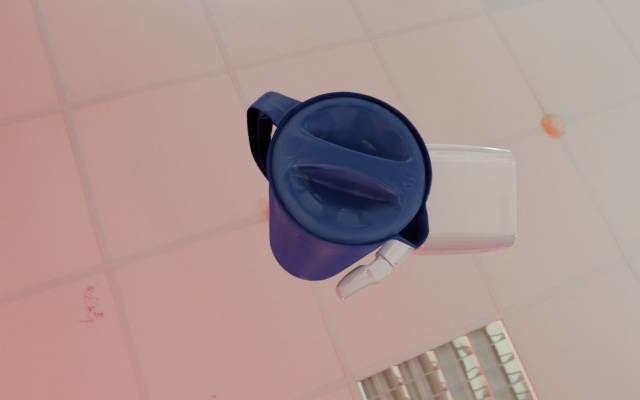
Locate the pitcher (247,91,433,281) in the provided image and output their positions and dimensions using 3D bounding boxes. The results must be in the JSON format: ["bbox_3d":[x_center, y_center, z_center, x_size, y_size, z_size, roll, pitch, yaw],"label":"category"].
[{"bbox_3d":[0.000,0.002,0.482,0.145,0.149,0.243,-2,-19,-10],"label":"pitcher"}]
